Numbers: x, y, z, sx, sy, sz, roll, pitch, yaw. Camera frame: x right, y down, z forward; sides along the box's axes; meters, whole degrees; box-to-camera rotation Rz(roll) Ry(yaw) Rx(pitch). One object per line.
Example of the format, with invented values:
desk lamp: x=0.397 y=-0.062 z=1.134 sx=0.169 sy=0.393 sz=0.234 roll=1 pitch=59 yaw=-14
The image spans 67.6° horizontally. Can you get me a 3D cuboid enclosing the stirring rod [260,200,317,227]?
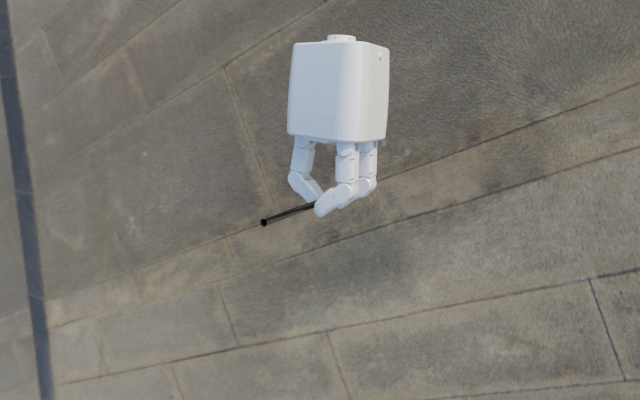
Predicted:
stirring rod: x=0.000 y=0.002 z=0.576 sx=0.011 sy=0.011 sz=0.239 roll=0 pitch=10 yaw=28
